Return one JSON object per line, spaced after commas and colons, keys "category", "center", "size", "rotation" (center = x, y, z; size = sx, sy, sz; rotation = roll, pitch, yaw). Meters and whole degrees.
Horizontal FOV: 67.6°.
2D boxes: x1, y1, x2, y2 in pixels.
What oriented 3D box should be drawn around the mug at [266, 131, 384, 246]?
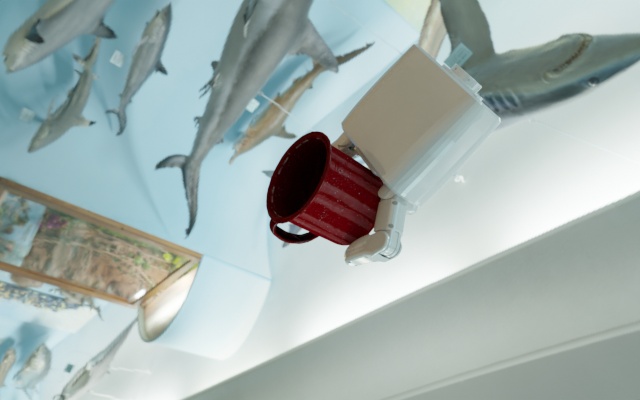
{"category": "mug", "center": [-0.001, 0.003, 0.463], "size": [0.081, 0.117, 0.093], "rotation": [28, 26, -32]}
